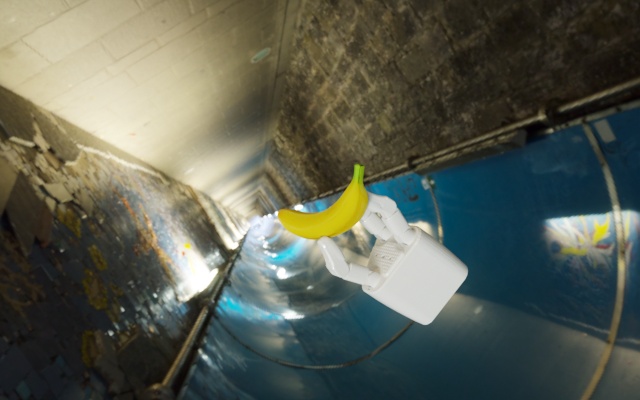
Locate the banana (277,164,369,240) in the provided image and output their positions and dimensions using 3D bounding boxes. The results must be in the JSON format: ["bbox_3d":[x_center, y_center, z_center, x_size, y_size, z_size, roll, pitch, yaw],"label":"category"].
[{"bbox_3d":[0.004,0.019,0.642,0.037,0.069,0.198,8,-24,-37],"label":"banana"}]
